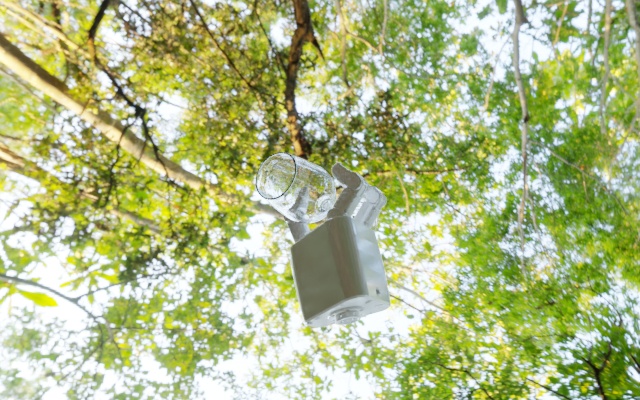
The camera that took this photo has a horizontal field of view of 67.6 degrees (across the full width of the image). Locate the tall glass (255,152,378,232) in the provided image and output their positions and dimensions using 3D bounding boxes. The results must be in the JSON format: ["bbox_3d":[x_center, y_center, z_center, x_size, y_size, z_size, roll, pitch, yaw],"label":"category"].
[{"bbox_3d":[0.000,0.002,0.646,0.079,0.079,0.201,0,-19,35],"label":"tall glass"}]
